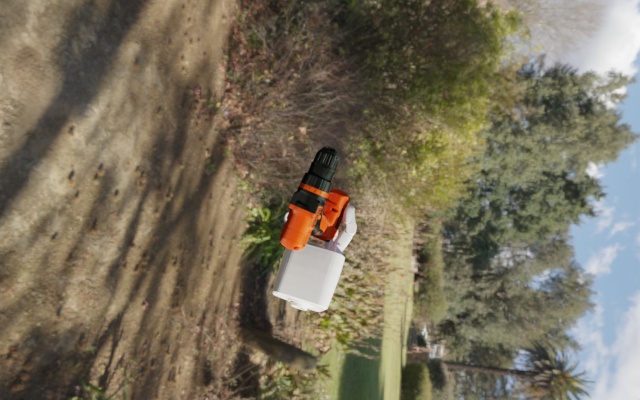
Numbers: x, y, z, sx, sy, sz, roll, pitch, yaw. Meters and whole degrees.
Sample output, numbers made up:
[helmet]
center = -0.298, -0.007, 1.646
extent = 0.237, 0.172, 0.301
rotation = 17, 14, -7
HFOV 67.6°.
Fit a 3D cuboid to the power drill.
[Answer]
[power drill]
center = 0.000, 0.003, 0.869
extent = 0.057, 0.184, 0.188
rotation = 25, 1, 18
